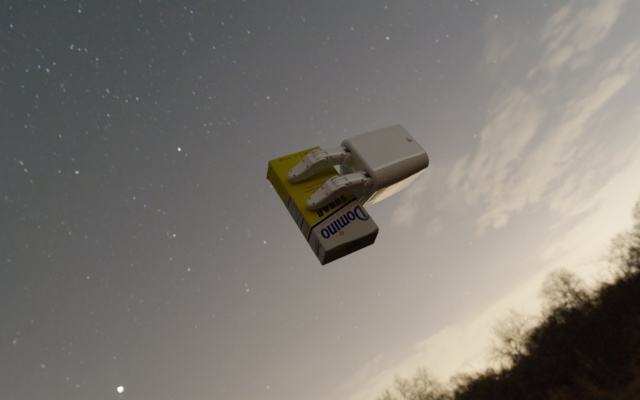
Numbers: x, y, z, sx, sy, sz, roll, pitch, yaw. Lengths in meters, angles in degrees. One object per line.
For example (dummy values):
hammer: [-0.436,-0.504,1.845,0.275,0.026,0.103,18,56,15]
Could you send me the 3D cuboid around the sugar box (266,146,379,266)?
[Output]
sugar box: [0.000,0.002,0.706,0.093,0.176,0.048,-21,-33,-26]
